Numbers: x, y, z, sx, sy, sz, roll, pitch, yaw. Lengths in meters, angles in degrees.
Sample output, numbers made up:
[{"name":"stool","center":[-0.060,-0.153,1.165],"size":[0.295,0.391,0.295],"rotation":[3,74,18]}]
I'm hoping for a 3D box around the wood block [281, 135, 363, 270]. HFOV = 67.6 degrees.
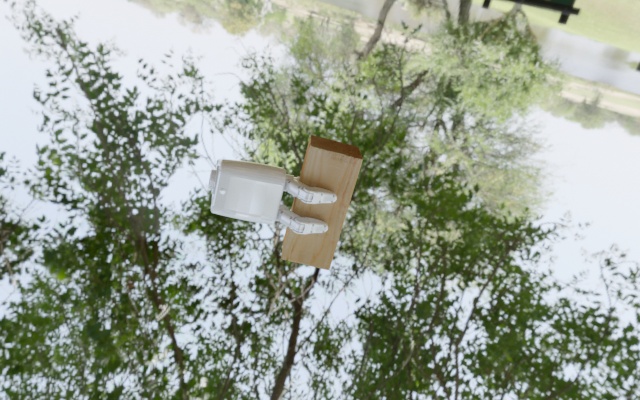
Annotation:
[{"name":"wood block","center":[0.000,0.003,0.833],"size":[0.090,0.206,0.090],"rotation":[14,19,-6]}]
